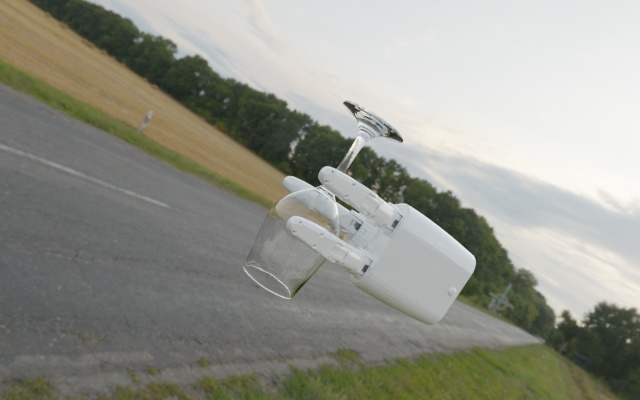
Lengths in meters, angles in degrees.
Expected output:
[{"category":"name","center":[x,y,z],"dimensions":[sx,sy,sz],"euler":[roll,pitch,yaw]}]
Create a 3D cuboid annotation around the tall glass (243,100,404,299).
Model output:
[{"category":"tall glass","center":[0.000,0.001,0.494],"dimensions":[0.079,0.201,0.079],"euler":[34,1,-1]}]
